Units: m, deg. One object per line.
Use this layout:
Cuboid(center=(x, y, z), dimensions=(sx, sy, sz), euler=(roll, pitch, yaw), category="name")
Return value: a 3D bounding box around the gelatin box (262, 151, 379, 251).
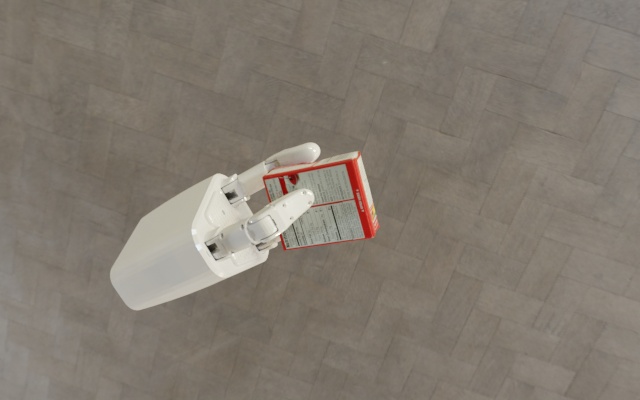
Cuboid(center=(0.000, 0.001, 0.425), dimensions=(0.089, 0.073, 0.030), euler=(-10, 17, 21), category="gelatin box")
